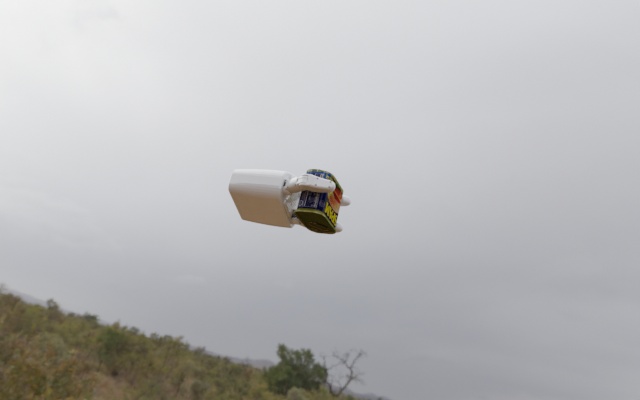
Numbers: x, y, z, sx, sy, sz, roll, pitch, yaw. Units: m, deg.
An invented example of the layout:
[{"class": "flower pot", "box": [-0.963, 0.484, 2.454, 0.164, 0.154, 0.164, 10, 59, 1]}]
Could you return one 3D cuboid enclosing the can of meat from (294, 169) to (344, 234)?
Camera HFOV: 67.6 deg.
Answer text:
[{"class": "can of meat", "box": [0.000, 0.002, 0.854, 0.057, 0.084, 0.102, 4, -23, 21]}]
